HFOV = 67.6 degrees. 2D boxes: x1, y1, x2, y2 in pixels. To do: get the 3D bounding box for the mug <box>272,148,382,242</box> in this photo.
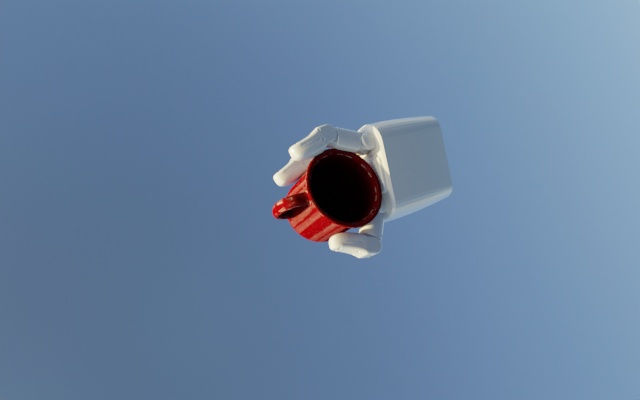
[{"bbox_3d":[-0.001,0.002,0.542,0.117,0.093,0.081,-14,-13,-31],"label":"mug"}]
